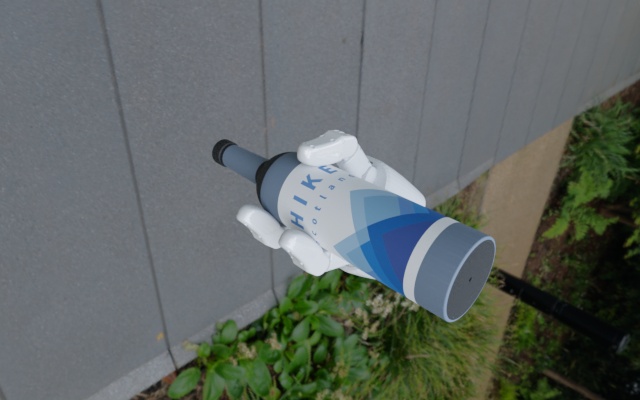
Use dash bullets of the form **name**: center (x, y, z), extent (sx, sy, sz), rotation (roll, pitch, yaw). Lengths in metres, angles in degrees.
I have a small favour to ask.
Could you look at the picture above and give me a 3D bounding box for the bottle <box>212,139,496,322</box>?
- **bottle**: center (0.000, 0.001, 0.418), extent (0.295, 0.069, 0.069), rotation (27, 17, 37)
